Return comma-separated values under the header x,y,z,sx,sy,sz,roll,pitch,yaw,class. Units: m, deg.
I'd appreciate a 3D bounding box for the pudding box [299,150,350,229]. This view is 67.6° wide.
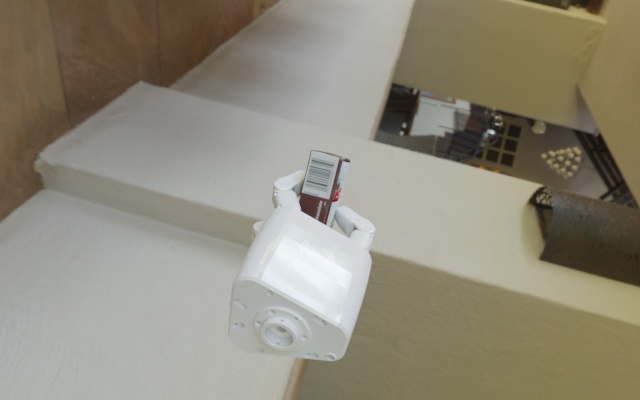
x,y,z,sx,sy,sz,roll,pitch,yaw,class
0.000,0.002,0.543,0.039,0.113,0.090,17,6,7,pudding box
